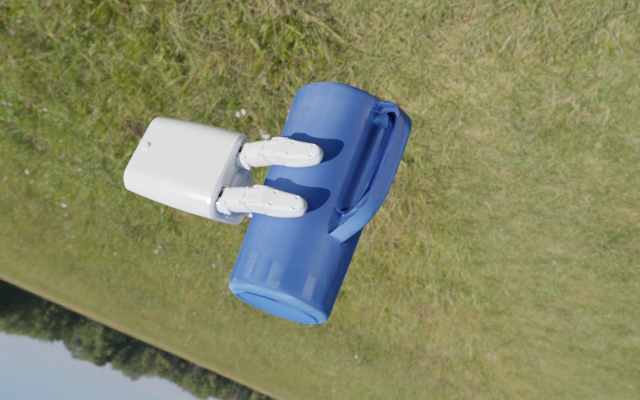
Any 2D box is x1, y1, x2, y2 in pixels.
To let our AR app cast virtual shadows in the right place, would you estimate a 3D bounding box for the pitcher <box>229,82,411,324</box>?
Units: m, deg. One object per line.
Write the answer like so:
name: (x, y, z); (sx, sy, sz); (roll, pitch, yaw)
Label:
pitcher: (0.000, 0.002, 0.514); (0.145, 0.242, 0.149); (16, -22, 10)
